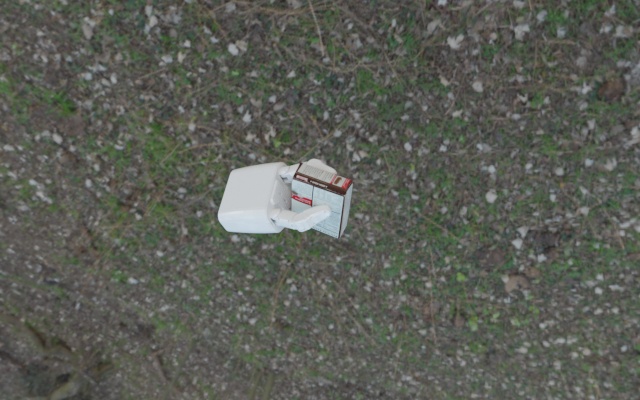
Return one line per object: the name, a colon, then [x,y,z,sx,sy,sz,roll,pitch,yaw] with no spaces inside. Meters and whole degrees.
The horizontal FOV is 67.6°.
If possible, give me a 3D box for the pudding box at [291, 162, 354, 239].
pudding box: [0.000,0.003,0.753,0.090,0.039,0.114,19,-37,12]
